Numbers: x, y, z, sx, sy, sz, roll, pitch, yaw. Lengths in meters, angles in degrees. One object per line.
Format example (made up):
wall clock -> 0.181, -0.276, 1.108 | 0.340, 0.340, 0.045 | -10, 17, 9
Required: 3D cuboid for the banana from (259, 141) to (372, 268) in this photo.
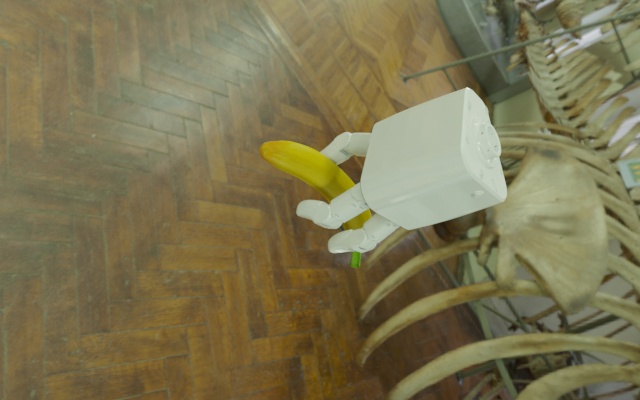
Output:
banana -> 0.009, -0.009, 0.554 | 0.037, 0.069, 0.198 | -13, -54, 42
